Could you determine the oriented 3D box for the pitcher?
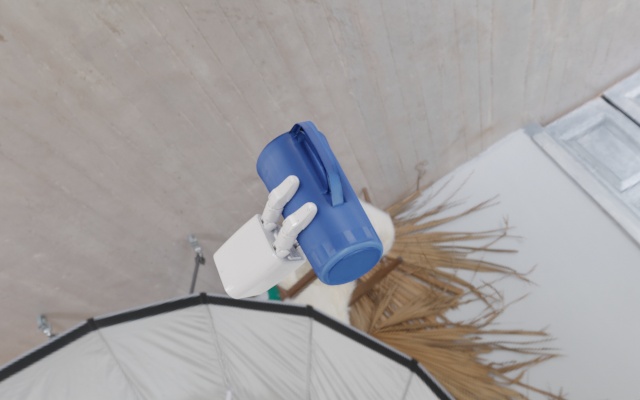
[{"bbox_3d":[0.000,0.003,0.755,0.145,0.242,0.149,-39,-33,15],"label":"pitcher"}]
